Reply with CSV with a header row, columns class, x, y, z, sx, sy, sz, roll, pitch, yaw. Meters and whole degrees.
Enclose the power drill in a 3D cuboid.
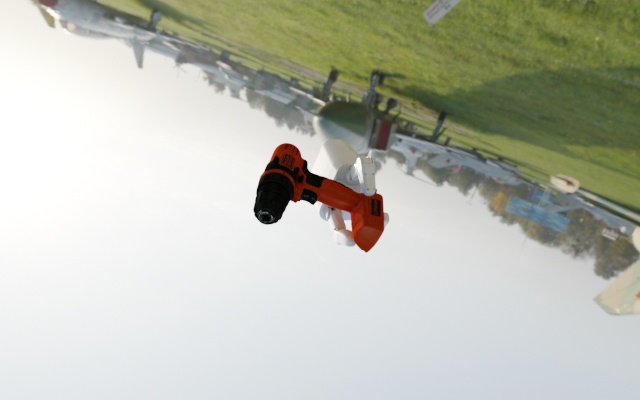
class,x,y,z,sx,sy,sz,roll,pitch,yaw
power drill,0.001,0.002,0.687,0.188,0.057,0.184,27,33,-11
